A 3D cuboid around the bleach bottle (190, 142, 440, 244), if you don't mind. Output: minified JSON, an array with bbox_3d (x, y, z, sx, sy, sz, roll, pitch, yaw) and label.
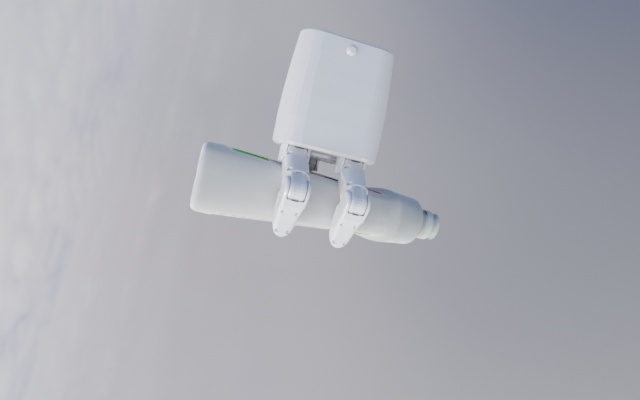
[{"bbox_3d":[0.000,0.002,0.486,0.251,0.068,0.102,12,1,-16],"label":"bleach bottle"}]
